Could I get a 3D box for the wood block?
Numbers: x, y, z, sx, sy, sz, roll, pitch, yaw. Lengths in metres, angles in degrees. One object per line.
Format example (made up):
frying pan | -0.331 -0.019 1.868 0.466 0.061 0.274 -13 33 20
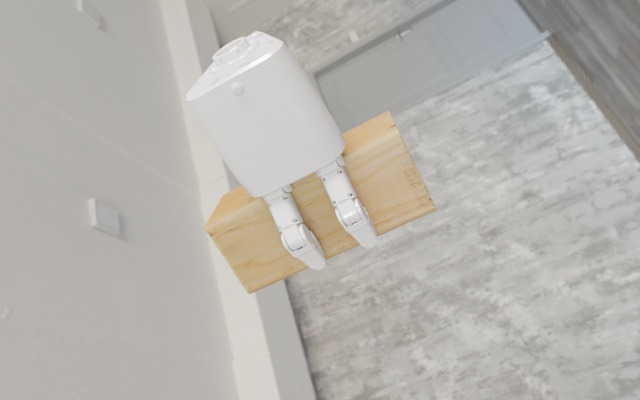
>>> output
wood block | 0.000 0.001 0.494 0.206 0.090 0.090 -25 19 12
